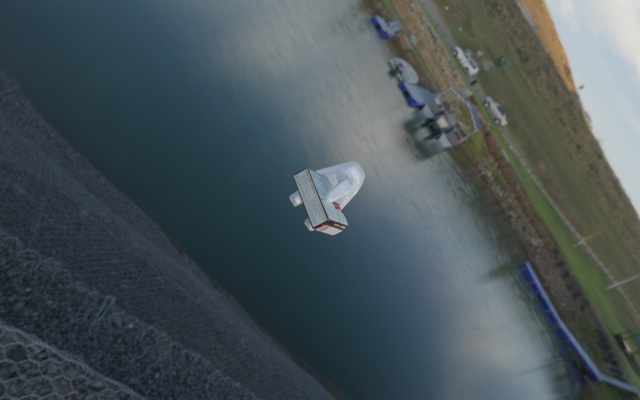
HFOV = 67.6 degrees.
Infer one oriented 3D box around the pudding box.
[{"bbox_3d":[0.000,0.003,0.877,0.039,0.113,0.090,-31,-22,19],"label":"pudding box"}]
